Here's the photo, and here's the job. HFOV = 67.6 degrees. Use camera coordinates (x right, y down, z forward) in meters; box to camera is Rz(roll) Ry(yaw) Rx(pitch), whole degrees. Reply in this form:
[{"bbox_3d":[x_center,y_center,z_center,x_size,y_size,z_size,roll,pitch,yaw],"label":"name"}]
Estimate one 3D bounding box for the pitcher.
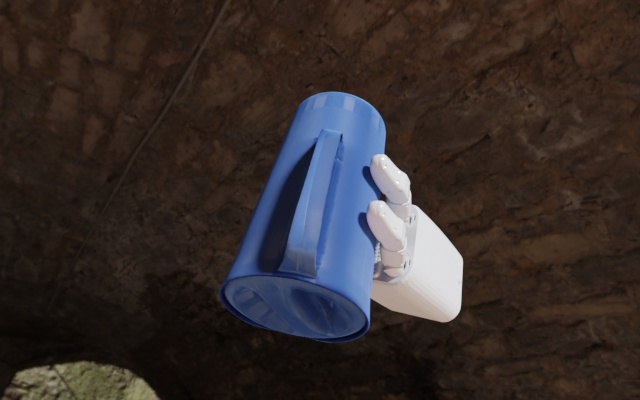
[{"bbox_3d":[0.000,0.002,0.472,0.149,0.242,0.145,-21,-47,39],"label":"pitcher"}]
